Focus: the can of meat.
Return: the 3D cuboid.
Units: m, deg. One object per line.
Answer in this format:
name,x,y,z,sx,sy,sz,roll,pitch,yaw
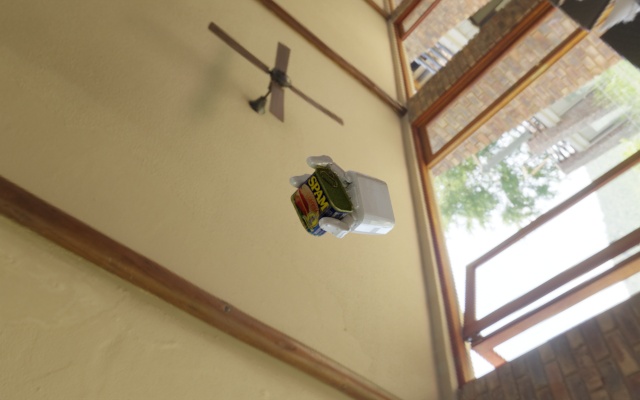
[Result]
can of meat,0.000,0.003,0.869,0.057,0.102,0.084,8,-43,-46
